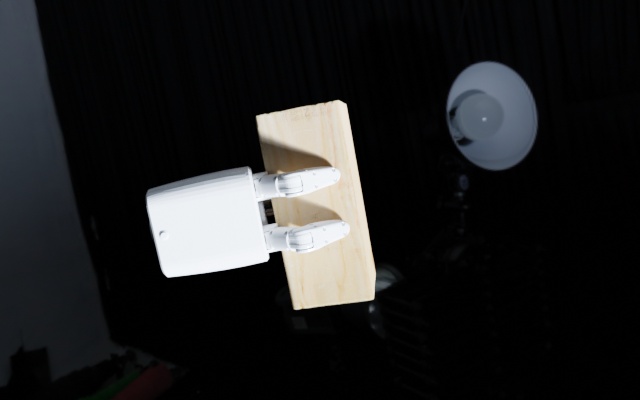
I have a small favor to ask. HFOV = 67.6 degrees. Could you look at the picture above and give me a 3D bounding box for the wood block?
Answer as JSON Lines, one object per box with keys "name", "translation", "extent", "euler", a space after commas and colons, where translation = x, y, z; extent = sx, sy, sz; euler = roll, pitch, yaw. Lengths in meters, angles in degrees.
{"name": "wood block", "translation": [0.000, 0.002, 0.528], "extent": [0.090, 0.206, 0.091], "euler": [-9, 8, 8]}
